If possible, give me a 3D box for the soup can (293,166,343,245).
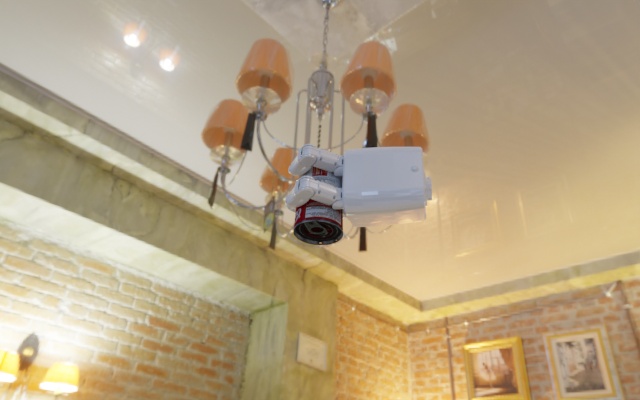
[{"bbox_3d":[0.000,0.002,0.670,0.068,0.102,0.068,3,-32,2],"label":"soup can"}]
